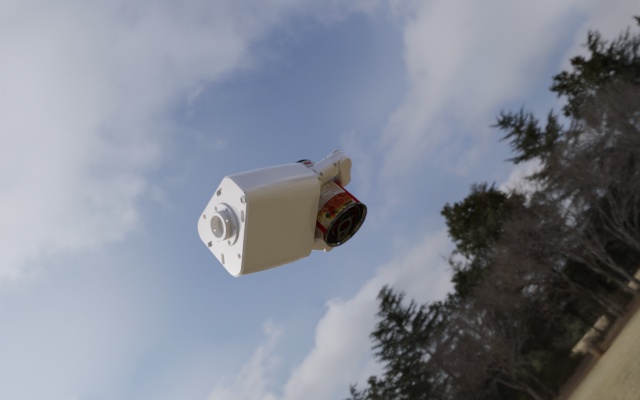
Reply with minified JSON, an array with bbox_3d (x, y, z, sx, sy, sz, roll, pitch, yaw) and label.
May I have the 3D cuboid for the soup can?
[{"bbox_3d":[0.000,0.002,0.609,0.102,0.068,0.068,42,24,30],"label":"soup can"}]
